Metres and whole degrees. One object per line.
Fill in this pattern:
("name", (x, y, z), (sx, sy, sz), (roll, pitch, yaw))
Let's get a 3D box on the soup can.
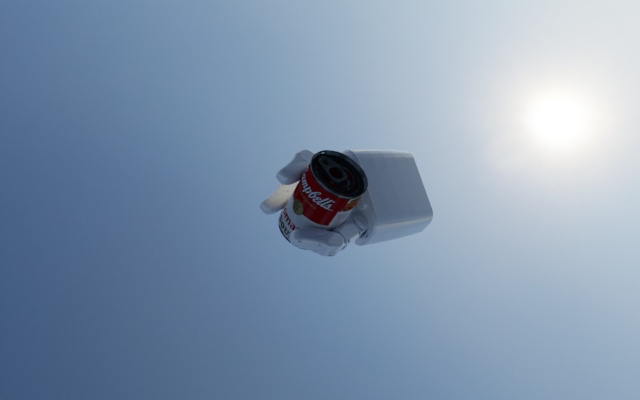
("soup can", (0.000, 0.002, 0.543), (0.068, 0.068, 0.102), (0, -38, -32))
